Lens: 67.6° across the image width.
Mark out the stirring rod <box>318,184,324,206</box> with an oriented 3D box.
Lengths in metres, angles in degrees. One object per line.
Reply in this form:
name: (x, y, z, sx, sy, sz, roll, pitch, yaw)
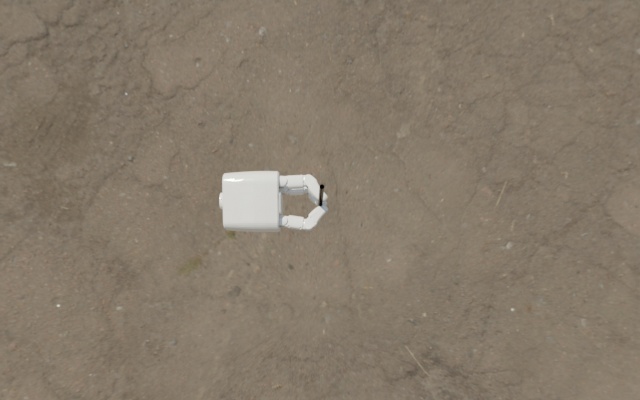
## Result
stirring rod: (0.000, 0.003, 0.894, 0.011, 0.011, 0.239, 0, -12, -1)
